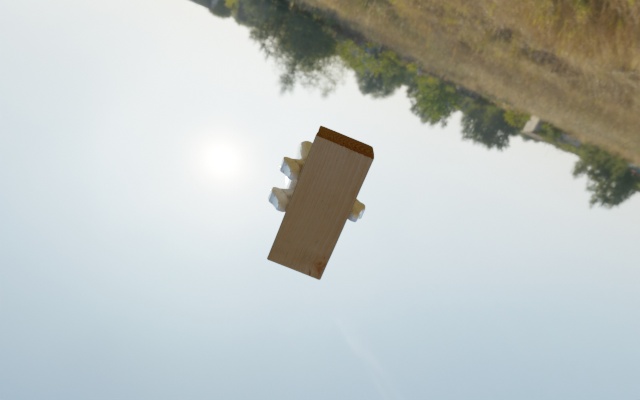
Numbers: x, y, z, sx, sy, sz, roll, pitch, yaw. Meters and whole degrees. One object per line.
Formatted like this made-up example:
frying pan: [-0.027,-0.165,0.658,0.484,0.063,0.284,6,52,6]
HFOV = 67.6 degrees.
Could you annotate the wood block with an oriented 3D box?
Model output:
wood block: [0.000,0.003,0.733,0.091,0.206,0.090,22,19,-3]
